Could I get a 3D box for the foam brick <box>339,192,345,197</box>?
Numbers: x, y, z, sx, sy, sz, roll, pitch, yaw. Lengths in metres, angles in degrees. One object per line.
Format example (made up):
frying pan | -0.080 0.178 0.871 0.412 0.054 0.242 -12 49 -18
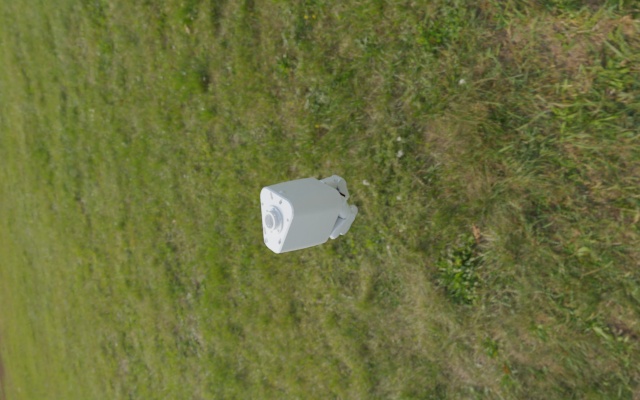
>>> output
foam brick | 0.000 0.003 0.894 0.051 0.053 0.078 -11 28 -40
